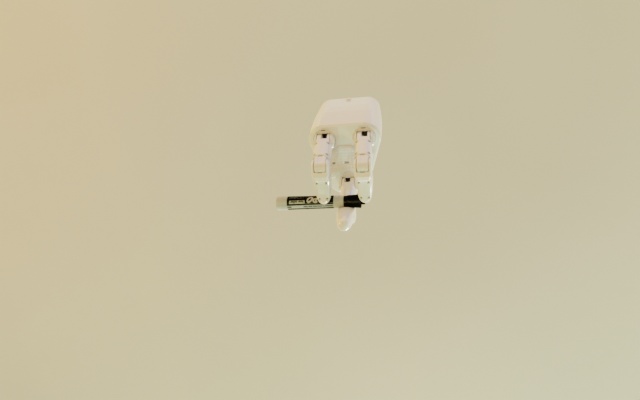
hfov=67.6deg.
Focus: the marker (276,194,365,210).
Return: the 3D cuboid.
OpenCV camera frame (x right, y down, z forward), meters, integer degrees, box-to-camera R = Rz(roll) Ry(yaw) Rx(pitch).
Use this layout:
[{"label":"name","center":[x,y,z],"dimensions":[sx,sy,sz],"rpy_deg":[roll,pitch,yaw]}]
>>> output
[{"label":"marker","center":[0.000,0.002,0.647],"dimensions":[0.121,0.020,0.020],"rpy_deg":[-2,0,10]}]
